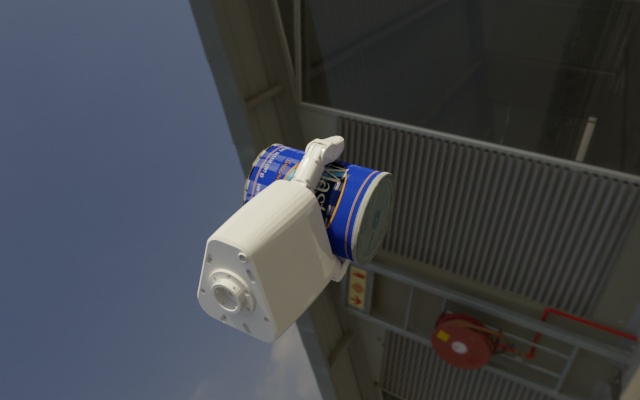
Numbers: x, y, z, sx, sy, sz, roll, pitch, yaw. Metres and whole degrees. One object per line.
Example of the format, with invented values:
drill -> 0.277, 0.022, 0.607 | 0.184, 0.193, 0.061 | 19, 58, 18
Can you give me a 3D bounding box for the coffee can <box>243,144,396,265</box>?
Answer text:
coffee can -> 0.000, 0.002, 0.536 | 0.140, 0.103, 0.103 | 17, 7, 23
